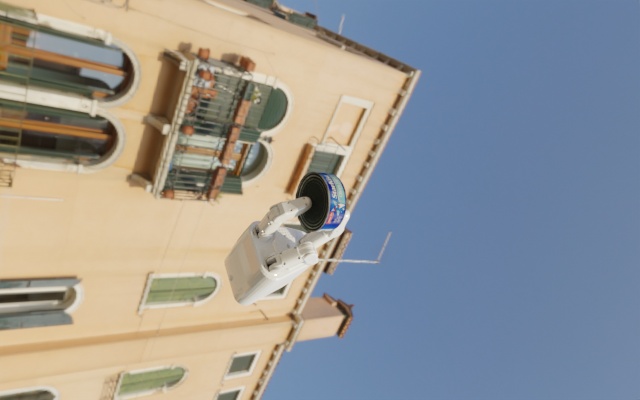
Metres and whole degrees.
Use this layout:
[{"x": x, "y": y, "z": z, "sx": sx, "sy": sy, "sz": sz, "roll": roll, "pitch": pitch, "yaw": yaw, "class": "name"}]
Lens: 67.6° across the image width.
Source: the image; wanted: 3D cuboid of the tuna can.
[{"x": 0.001, "y": 0.002, "z": 0.687, "sx": 0.034, "sy": 0.086, "sz": 0.086, "roll": 1, "pitch": -1, "yaw": -35, "class": "tuna can"}]
